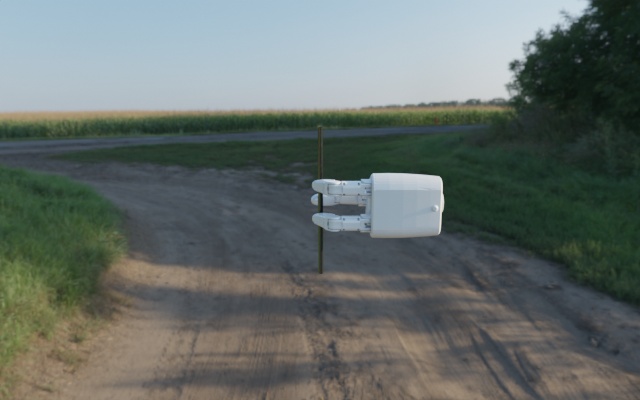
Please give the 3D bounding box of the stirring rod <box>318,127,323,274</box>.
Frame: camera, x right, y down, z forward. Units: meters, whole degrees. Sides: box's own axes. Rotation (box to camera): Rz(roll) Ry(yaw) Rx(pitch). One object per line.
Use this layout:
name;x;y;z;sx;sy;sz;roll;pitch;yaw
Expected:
stirring rod;0.000;0.003;0.771;0.011;0.239;0.011;0;11;0
